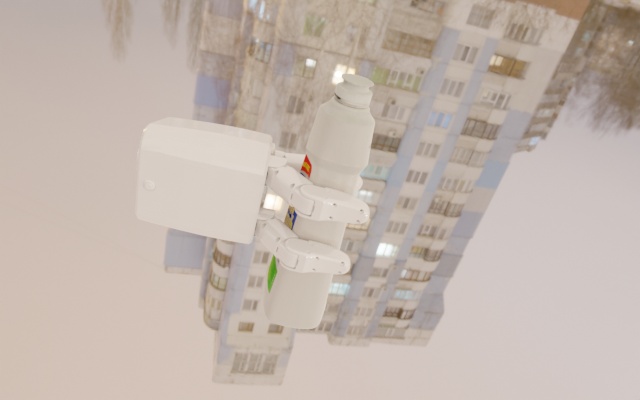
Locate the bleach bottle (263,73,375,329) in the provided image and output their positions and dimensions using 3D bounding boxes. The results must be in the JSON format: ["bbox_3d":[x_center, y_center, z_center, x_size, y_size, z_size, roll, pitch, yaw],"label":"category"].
[{"bbox_3d":[0.000,0.002,0.460,0.068,0.251,0.102,11,30,-8],"label":"bleach bottle"}]
